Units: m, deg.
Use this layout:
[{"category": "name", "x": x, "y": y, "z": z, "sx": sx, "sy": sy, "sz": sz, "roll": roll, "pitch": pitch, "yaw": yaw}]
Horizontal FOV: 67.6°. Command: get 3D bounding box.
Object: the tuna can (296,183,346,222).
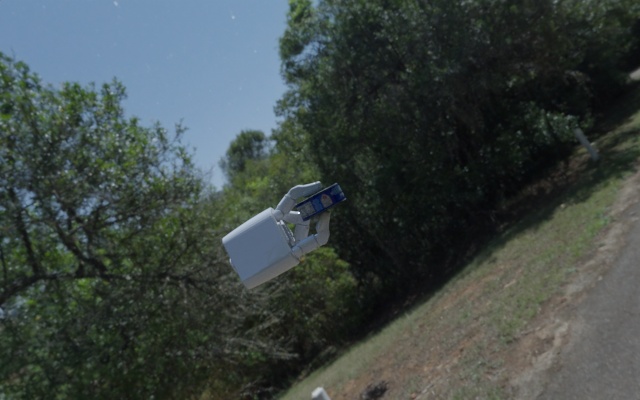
[{"category": "tuna can", "x": 0.000, "y": 0.002, "z": 0.835, "sx": 0.086, "sy": 0.034, "sz": 0.086, "roll": -28, "pitch": 1, "yaw": 1}]
